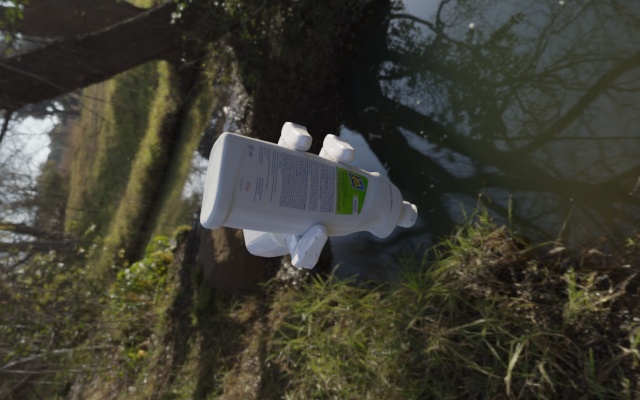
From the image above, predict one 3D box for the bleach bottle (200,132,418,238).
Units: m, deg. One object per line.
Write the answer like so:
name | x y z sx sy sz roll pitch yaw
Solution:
bleach bottle | 0.000 0.002 0.540 0.251 0.102 0.068 13 -20 -24
